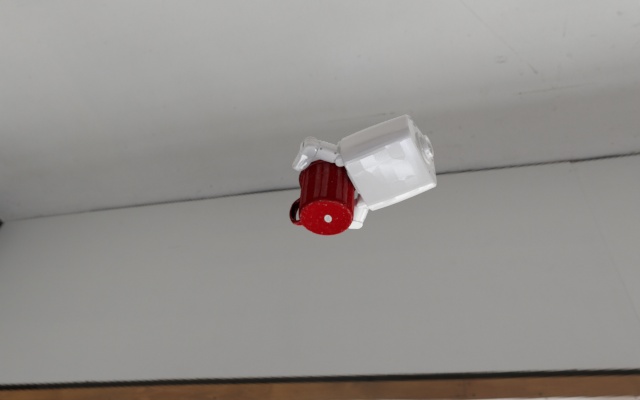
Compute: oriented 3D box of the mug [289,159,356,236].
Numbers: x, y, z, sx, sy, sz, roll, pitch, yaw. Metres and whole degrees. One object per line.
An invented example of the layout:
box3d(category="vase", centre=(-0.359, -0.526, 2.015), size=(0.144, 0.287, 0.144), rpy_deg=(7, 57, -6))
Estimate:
box3d(category="mug", centre=(-0.001, 0.003, 0.724), size=(0.117, 0.081, 0.093), rpy_deg=(-23, -50, 25))
